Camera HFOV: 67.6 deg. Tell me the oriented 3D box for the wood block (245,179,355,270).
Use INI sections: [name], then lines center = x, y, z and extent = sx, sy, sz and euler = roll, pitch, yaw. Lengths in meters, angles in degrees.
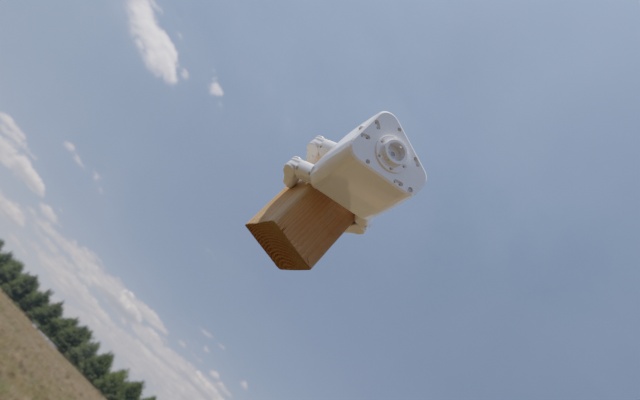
[wood block]
center = 0.001, 0.002, 0.721
extent = 0.206, 0.091, 0.090
euler = -45, 19, -31
